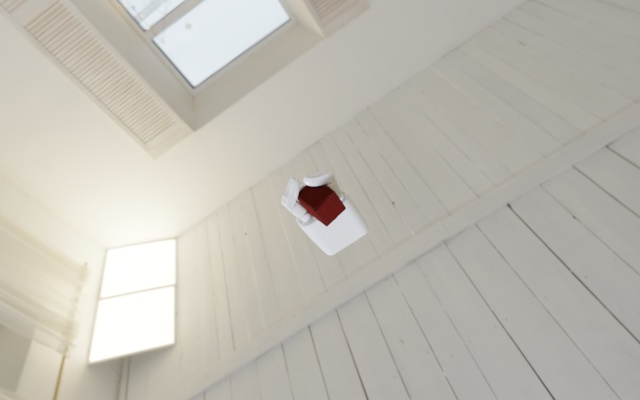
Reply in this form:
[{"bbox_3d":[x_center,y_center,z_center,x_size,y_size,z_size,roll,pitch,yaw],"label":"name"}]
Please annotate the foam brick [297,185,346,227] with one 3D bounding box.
[{"bbox_3d":[0.000,0.003,0.898,0.078,0.053,0.051,36,-14,52],"label":"foam brick"}]
